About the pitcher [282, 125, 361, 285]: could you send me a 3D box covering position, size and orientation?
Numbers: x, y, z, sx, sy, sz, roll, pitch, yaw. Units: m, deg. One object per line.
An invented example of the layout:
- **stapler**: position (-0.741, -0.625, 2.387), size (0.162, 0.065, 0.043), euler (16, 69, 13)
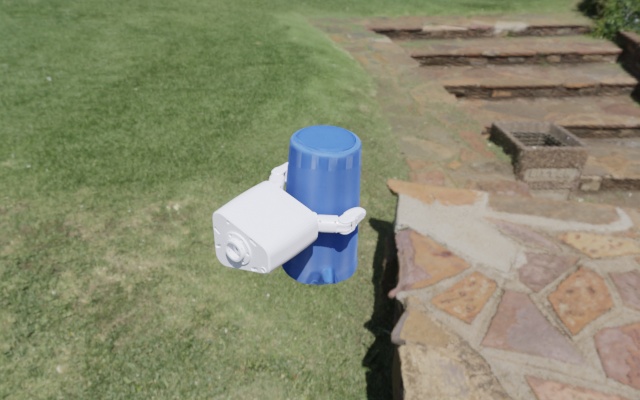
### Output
- **pitcher**: position (0.000, 0.003, 0.782), size (0.149, 0.243, 0.145), euler (22, 36, 28)
